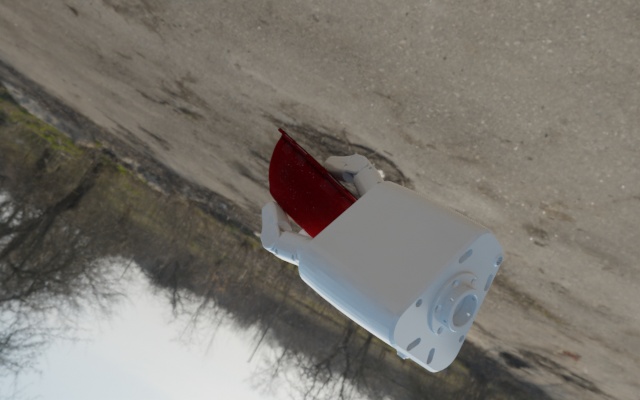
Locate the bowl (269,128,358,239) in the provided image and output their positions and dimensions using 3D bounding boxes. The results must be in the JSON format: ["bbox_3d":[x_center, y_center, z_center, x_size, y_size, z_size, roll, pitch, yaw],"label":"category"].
[{"bbox_3d":[-0.001,0.001,0.483,0.162,0.055,0.162,43,3,-3],"label":"bowl"}]
